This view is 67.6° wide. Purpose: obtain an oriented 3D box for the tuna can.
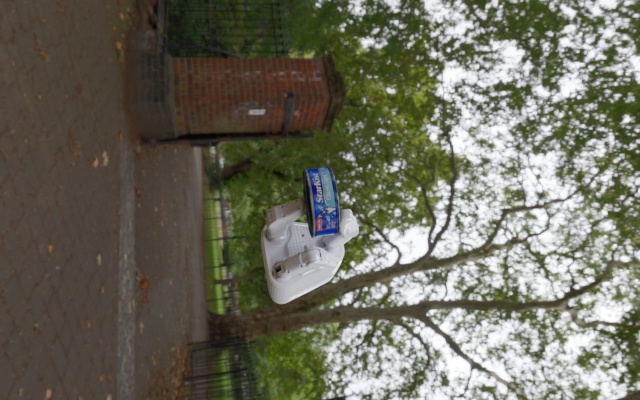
[{"bbox_3d":[0.001,0.002,0.592,0.034,0.086,0.086,-7,1,-7],"label":"tuna can"}]
